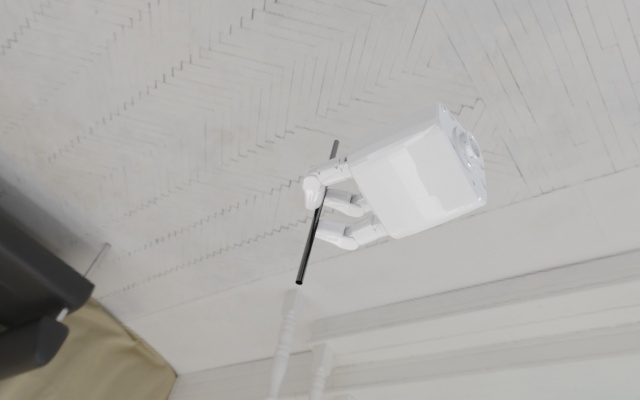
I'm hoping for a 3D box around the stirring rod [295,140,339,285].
[{"bbox_3d":[0.000,0.002,0.574,0.011,0.011,0.239,0,43,15],"label":"stirring rod"}]
